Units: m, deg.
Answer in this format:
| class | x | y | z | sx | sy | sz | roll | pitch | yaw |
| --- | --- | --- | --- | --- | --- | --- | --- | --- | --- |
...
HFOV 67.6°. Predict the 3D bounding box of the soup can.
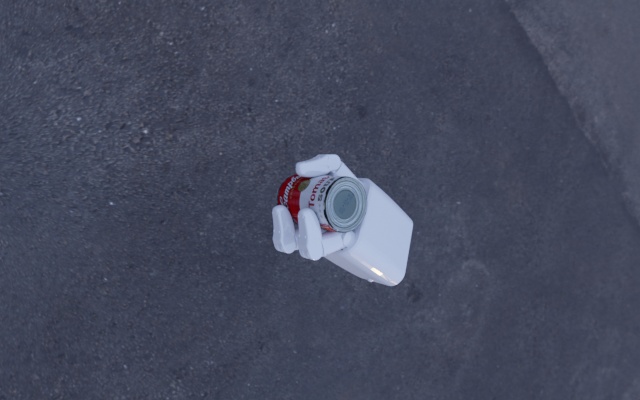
| class | x | y | z | sx | sy | sz | roll | pitch | yaw |
| --- | --- | --- | --- | --- | --- | --- | --- | --- | --- |
| soup can | 0.000 | 0.002 | 0.593 | 0.068 | 0.068 | 0.102 | 0 | 4 | -38 |
